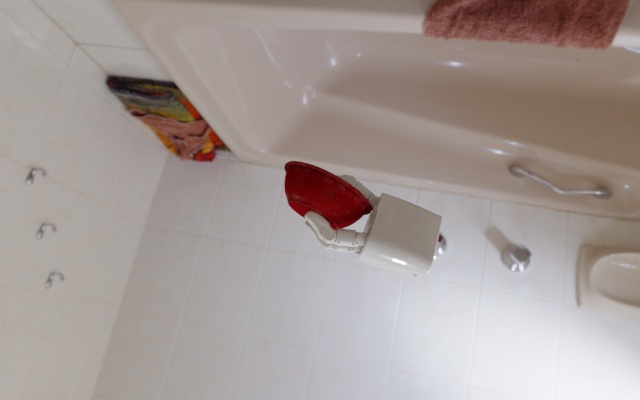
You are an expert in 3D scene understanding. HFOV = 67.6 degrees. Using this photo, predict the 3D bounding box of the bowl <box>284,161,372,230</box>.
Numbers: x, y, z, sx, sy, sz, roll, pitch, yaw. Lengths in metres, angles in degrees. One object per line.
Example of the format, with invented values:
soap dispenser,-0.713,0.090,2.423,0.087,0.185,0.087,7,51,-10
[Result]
bowl,-0.001,0.002,0.777,0.162,0.055,0.162,27,-15,8
